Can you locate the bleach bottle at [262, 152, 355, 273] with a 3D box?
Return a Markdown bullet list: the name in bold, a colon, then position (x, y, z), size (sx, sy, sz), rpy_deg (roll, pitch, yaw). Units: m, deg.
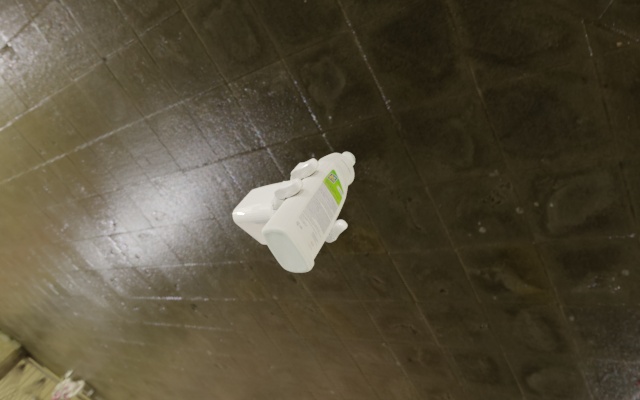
- **bleach bottle**: position (0.000, 0.003, 0.835), size (0.068, 0.103, 0.250), rpy_deg (-6, 35, 39)
